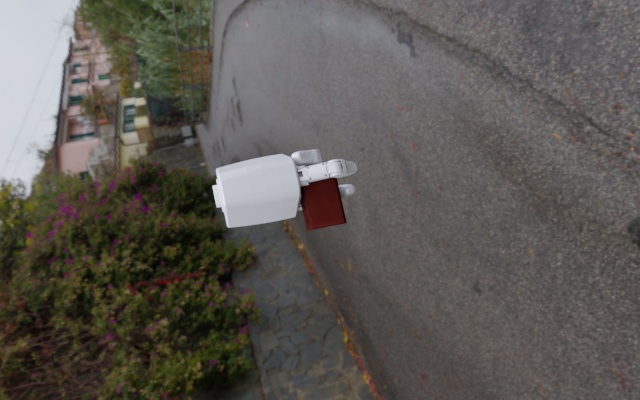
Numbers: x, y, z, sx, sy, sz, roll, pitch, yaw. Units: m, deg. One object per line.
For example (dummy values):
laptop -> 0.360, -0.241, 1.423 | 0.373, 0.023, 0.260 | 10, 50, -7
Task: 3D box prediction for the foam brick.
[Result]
foam brick -> 0.000, 0.003, 0.701 | 0.051, 0.078, 0.053 | -11, -5, -14
